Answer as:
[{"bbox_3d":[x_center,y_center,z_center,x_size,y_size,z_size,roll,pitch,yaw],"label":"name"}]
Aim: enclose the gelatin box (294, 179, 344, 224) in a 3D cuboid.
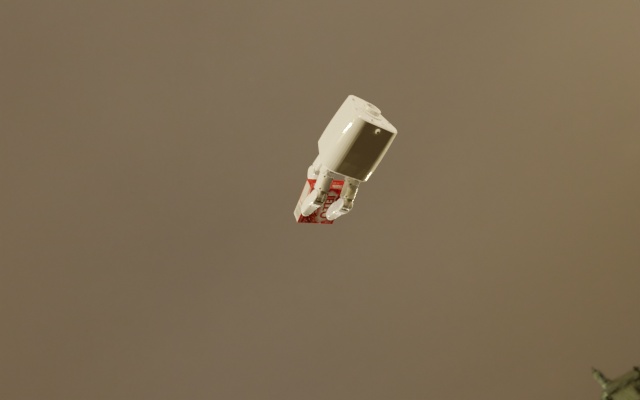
[{"bbox_3d":[0.000,0.003,0.875,0.073,0.089,0.030,4,41,-25],"label":"gelatin box"}]
